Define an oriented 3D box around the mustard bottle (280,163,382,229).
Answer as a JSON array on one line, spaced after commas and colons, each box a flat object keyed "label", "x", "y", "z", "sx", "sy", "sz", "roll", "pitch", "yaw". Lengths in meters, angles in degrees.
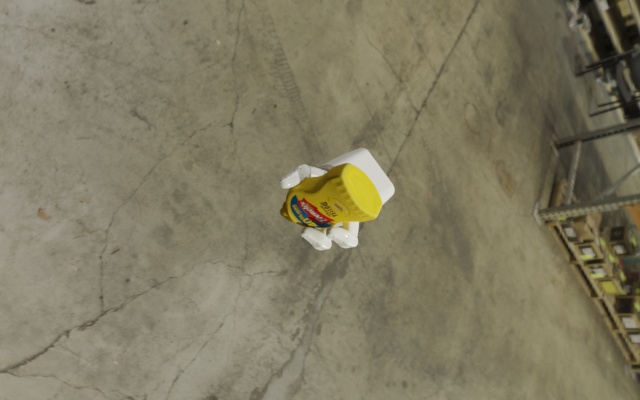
[{"label": "mustard bottle", "x": 0.000, "y": 0.003, "z": 0.773, "sx": 0.191, "sy": 0.058, "sz": 0.096, "roll": -15, "pitch": -53, "yaw": 45}]
